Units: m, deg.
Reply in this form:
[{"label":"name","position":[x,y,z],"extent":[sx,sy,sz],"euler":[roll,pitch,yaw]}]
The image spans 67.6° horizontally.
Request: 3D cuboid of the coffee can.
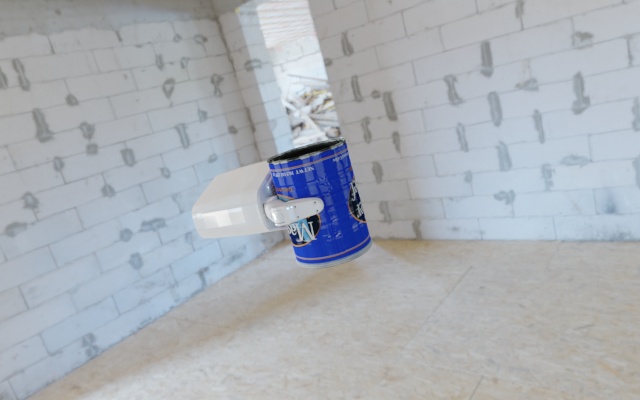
[{"label":"coffee can","position":[0.000,0.002,0.609],"extent":[0.103,0.140,0.102],"euler":[-15,13,3]}]
